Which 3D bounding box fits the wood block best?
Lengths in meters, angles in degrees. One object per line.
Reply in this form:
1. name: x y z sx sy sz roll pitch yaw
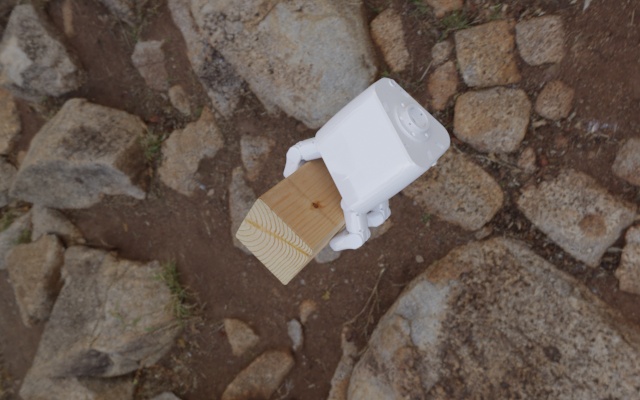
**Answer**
1. wood block: 0.000 0.002 0.630 0.206 0.091 0.090 -40 -9 -44
